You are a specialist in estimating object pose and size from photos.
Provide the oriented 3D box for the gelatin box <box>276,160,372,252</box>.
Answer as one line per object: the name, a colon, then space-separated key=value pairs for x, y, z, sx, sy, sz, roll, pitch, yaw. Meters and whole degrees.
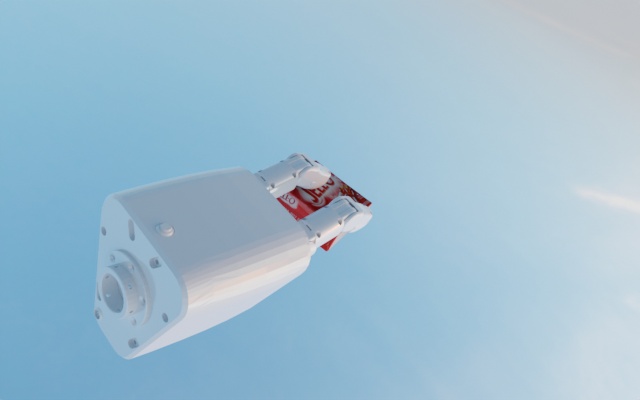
gelatin box: x=0.000 y=0.002 z=0.445 sx=0.073 sy=0.030 sz=0.089 roll=38 pitch=27 yaw=10
